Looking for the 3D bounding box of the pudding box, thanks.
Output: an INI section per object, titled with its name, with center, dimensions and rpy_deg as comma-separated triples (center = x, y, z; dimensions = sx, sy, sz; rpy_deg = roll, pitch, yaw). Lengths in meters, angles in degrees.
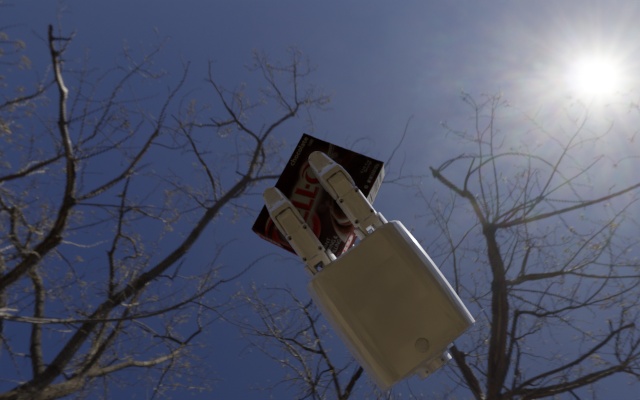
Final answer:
[pudding box]
center = 0.000, 0.002, 0.463
dimensions = 0.090, 0.113, 0.039
rpy_deg = 23, -15, 19
